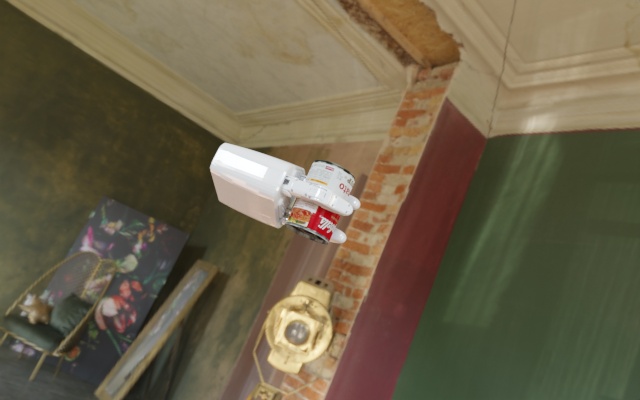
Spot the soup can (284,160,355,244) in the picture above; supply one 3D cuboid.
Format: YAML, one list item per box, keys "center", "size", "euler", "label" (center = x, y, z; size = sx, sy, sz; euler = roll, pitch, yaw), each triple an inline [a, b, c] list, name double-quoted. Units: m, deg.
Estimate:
- center: [0.001, 0.002, 0.678]
  size: [0.068, 0.102, 0.068]
  euler: [23, -13, 6]
  label: "soup can"
